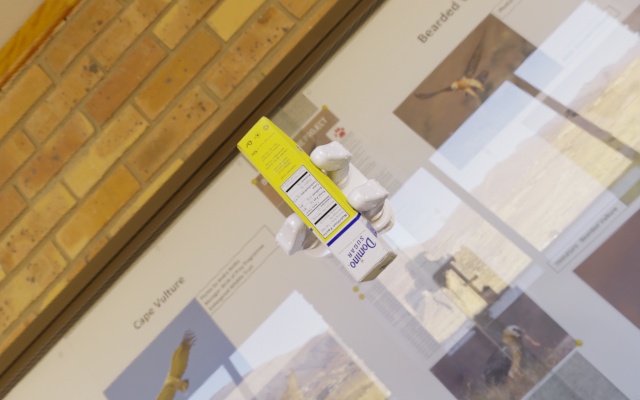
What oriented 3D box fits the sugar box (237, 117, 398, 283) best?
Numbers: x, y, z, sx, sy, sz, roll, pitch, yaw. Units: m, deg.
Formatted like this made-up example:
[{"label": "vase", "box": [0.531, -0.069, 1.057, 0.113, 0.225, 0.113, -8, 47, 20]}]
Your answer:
[{"label": "sugar box", "box": [0.000, 0.001, 0.471, 0.176, 0.048, 0.093, 45, 5, 15]}]
